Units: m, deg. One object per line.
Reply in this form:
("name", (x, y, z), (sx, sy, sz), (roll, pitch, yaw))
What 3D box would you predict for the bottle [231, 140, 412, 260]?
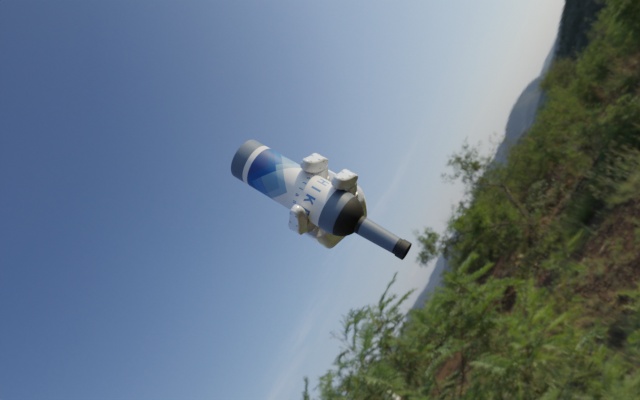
("bottle", (0.000, 0.002, 0.712), (0.295, 0.069, 0.069), (30, 10, 19))
